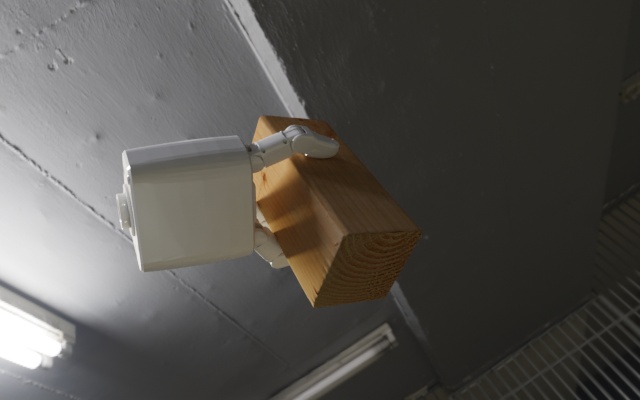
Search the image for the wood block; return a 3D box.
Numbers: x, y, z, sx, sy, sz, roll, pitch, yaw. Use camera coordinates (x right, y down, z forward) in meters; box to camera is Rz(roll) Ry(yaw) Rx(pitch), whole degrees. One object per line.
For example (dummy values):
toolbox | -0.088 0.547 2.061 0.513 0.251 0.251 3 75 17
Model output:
wood block | 0.000 0.001 0.502 0.090 0.091 0.206 0 37 -32
